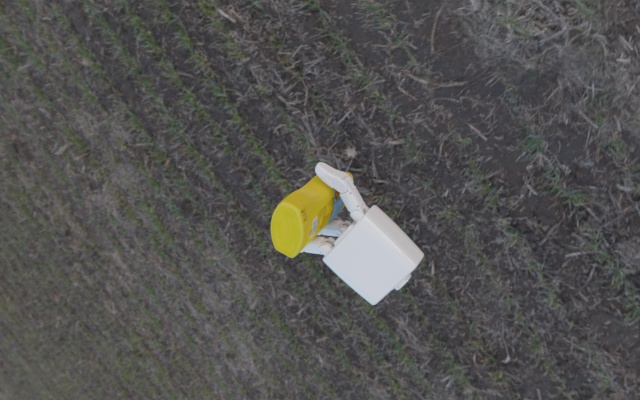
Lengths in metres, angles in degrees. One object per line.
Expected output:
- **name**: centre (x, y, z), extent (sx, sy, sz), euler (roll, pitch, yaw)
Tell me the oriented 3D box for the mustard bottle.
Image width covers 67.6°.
- **mustard bottle**: centre (0.000, 0.002, 0.745), extent (0.058, 0.096, 0.191), euler (24, 38, 21)
